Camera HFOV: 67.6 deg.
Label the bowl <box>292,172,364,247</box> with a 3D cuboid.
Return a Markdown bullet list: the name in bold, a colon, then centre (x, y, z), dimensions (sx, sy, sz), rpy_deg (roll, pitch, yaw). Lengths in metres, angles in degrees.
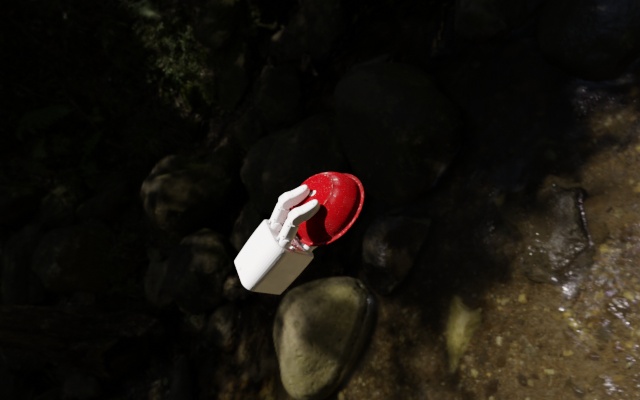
- **bowl**: centre (0.001, 0.002, 0.893), dimensions (0.162, 0.162, 0.055), rpy_deg (0, -32, 43)
